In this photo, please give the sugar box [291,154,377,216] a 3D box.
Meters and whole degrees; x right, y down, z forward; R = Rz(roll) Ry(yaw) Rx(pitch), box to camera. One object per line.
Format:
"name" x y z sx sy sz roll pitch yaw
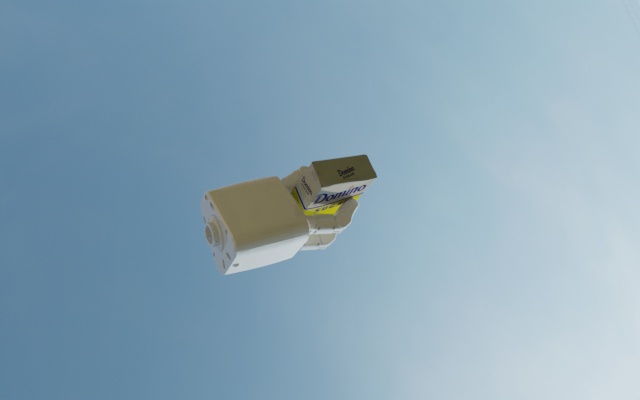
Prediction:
"sugar box" 0.000 0.003 0.700 0.093 0.048 0.176 -11 -22 -31
